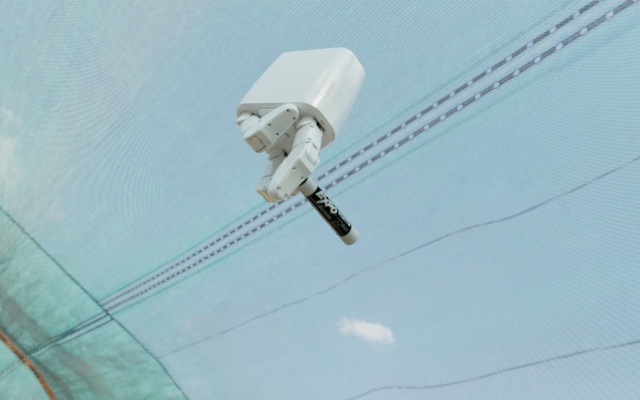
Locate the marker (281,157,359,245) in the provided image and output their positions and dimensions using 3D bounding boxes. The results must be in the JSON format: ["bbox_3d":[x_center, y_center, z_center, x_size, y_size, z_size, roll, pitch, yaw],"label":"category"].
[{"bbox_3d":[0.000,0.002,0.483,0.020,0.020,0.121,0,-41,48],"label":"marker"}]
